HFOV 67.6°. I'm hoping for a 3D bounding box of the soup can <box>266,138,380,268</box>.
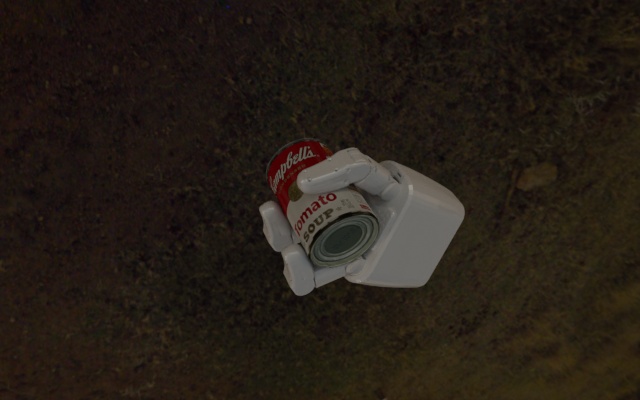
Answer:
[{"bbox_3d":[0.000,0.001,0.428,0.068,0.068,0.102,0,42,-34],"label":"soup can"}]
